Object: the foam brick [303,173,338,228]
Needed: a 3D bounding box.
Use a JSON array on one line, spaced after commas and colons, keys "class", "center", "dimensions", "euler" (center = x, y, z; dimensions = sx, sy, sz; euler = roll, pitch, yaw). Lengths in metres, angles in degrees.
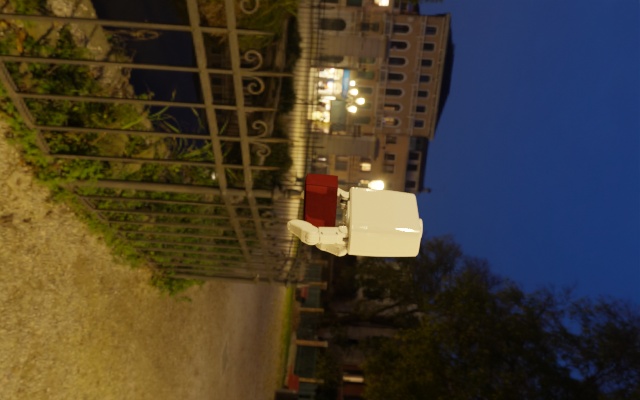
[{"class": "foam brick", "center": [0.000, 0.002, 0.748], "dimensions": [0.051, 0.078, 0.053], "euler": [4, 24, 1]}]
